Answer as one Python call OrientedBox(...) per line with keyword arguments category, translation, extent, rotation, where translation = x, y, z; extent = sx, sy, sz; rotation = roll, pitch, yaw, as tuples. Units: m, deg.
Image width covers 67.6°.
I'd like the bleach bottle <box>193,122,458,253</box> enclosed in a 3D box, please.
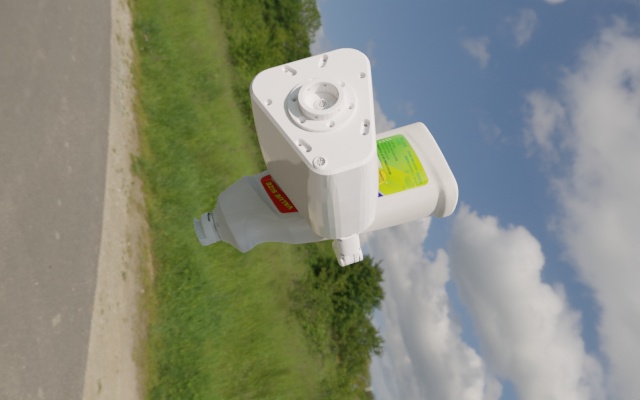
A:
OrientedBox(category="bleach bottle", translation=(0.000, 0.002, 0.482), extent=(0.251, 0.102, 0.068), rotation=(-17, -29, -5))
